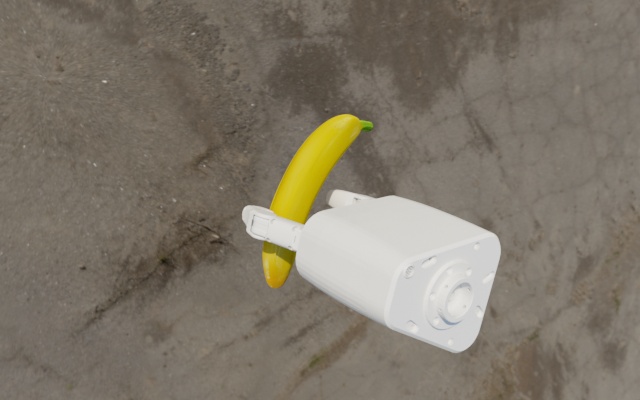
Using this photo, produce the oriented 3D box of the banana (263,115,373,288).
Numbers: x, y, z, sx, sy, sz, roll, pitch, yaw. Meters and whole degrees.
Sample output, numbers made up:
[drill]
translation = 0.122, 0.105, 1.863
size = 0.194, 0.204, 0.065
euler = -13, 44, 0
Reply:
[banana]
translation = -0.009, -0.011, 0.457
size = 0.037, 0.197, 0.070
euler = 21, -14, 49
